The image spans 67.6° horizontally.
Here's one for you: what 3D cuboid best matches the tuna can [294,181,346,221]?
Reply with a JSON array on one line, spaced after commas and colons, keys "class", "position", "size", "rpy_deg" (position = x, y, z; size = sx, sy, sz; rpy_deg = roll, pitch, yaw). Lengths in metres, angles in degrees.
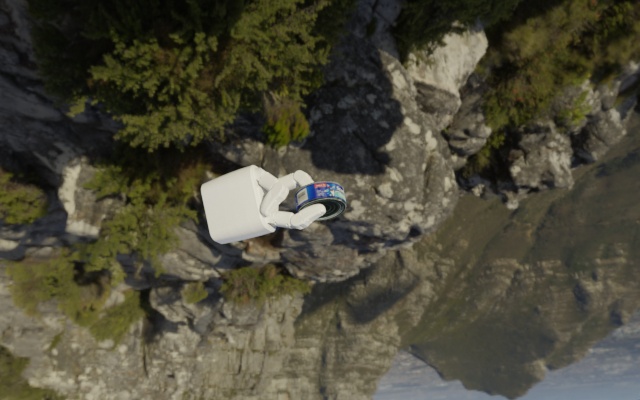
[{"class": "tuna can", "position": [0.000, 0.003, 0.805], "size": [0.086, 0.033, 0.086], "rpy_deg": [-8, -28, -4]}]
